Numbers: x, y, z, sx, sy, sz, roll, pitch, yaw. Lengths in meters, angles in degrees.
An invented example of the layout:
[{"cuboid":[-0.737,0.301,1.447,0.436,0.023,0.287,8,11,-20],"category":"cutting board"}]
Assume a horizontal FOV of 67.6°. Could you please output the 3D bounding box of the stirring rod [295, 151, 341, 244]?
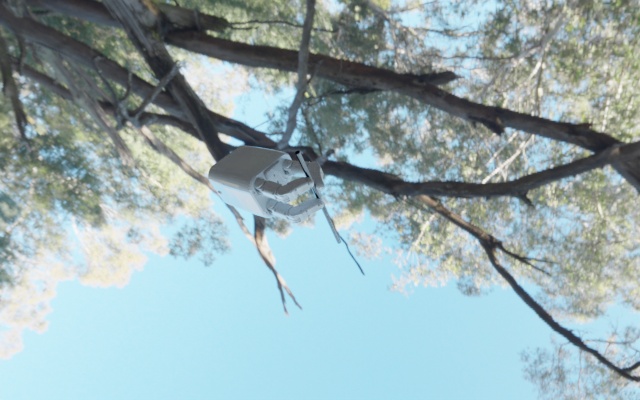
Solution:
[{"cuboid":[0.000,0.003,0.810,0.011,0.011,0.240,0,-39,22],"category":"stirring rod"}]
